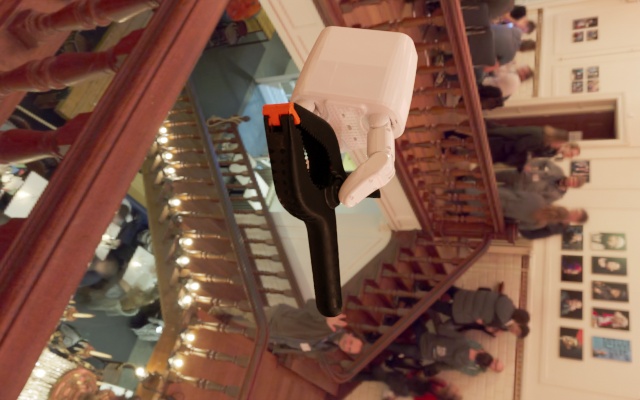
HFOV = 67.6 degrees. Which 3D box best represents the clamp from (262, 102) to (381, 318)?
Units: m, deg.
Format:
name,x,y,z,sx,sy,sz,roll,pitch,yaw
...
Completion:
name,x,y,z,sx,sy,sz,roll,pitch,yaw
clamp,0.001,0.001,0.440,0.036,0.164,0.210,1,-32,28
